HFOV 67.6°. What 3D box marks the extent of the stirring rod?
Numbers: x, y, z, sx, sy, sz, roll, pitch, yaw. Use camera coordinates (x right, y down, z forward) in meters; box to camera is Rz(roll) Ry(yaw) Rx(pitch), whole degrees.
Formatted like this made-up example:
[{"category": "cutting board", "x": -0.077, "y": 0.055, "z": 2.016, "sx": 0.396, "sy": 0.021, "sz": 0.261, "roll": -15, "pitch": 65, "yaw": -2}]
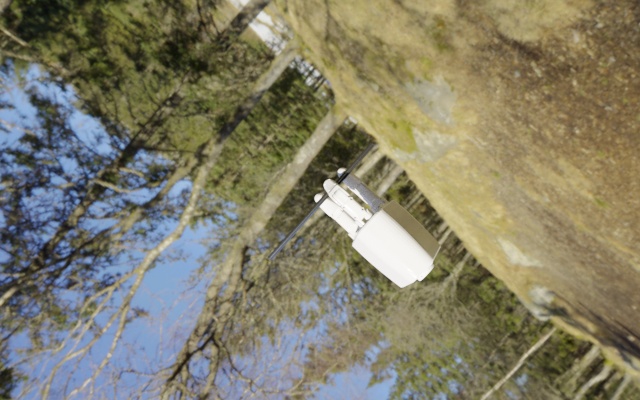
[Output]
[{"category": "stirring rod", "x": 0.000, "y": 0.002, "z": 0.743, "sx": 0.011, "sy": 0.239, "sz": 0.011, "roll": 42, "pitch": 5, "yaw": -4}]
